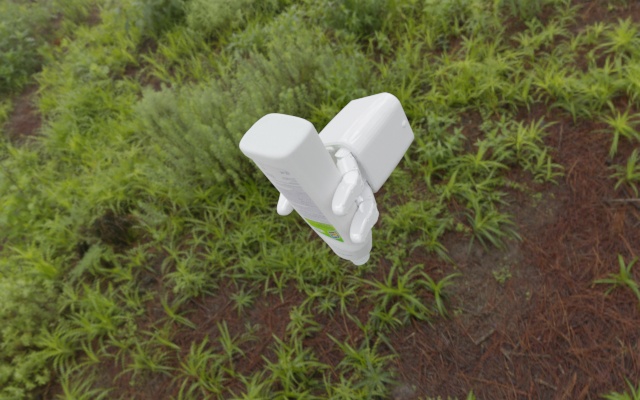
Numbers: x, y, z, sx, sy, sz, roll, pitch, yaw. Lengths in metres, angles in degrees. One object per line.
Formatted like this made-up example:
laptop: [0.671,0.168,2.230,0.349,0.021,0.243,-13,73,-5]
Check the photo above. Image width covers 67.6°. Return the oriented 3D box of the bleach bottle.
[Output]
bleach bottle: [0.000,0.002,0.634,0.102,0.068,0.251,20,-27,44]
